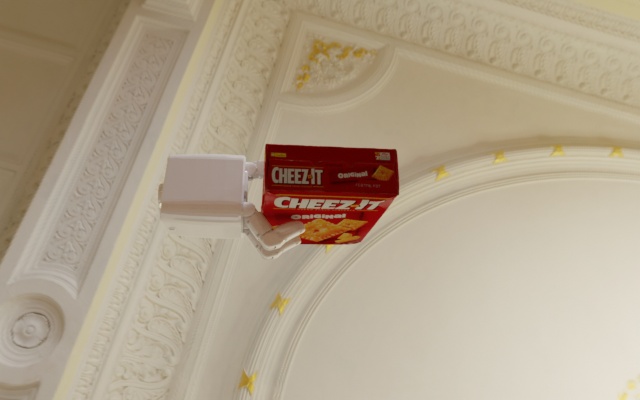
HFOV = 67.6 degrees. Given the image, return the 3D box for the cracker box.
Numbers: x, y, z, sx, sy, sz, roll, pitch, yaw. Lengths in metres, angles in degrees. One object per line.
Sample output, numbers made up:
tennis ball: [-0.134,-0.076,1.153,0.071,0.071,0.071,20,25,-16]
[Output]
cracker box: [0.000,0.002,0.664,0.164,0.072,0.214,1,-21,-8]
